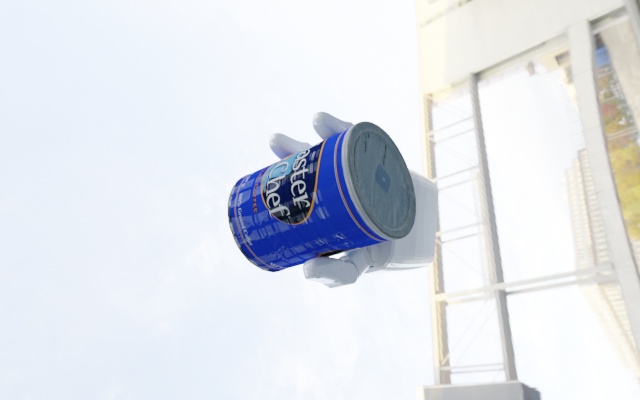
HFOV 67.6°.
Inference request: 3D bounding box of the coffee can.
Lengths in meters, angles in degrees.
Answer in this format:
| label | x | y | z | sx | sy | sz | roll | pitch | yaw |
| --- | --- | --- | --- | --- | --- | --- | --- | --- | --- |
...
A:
| label | x | y | z | sx | sy | sz | roll | pitch | yaw |
| --- | --- | --- | --- | --- | --- | --- | --- | --- | --- |
| coffee can | 0.000 | 0.001 | 0.435 | 0.140 | 0.103 | 0.103 | -20 | -12 | 35 |
